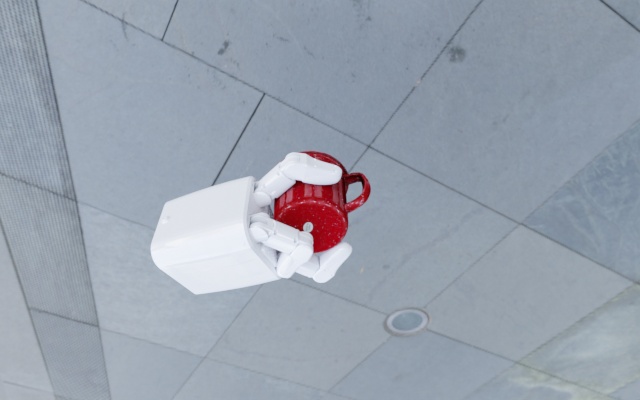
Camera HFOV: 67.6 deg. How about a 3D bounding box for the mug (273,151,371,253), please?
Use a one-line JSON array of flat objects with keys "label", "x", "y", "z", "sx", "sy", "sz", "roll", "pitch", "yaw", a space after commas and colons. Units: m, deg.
[{"label": "mug", "x": 0.001, "y": 0.002, "z": 0.535, "sx": 0.117, "sy": 0.093, "sz": 0.081, "roll": -15, "pitch": 39, "yaw": 11}]
